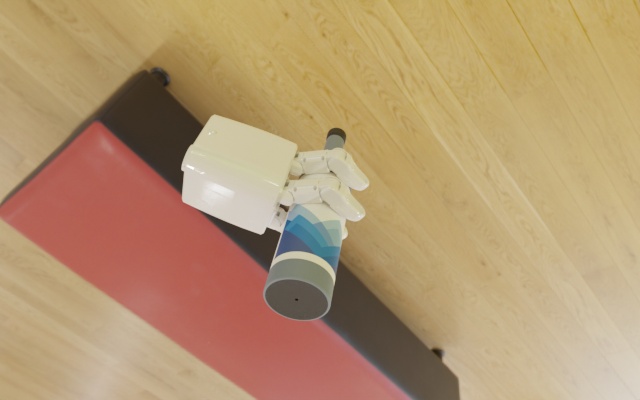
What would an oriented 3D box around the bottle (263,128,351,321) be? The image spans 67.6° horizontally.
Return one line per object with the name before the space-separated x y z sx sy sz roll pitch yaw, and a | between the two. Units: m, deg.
bottle | 0.000 0.002 0.570 0.069 0.069 0.295 0 40 12
